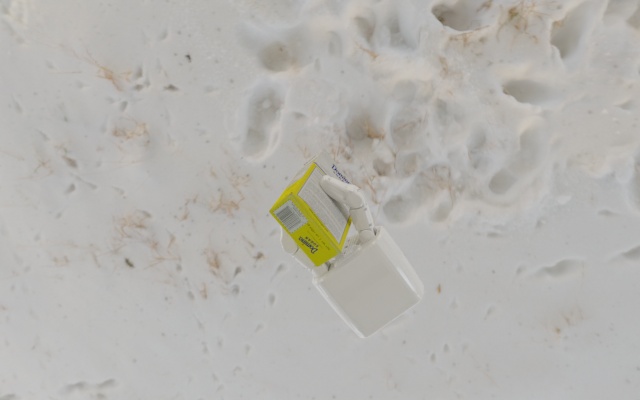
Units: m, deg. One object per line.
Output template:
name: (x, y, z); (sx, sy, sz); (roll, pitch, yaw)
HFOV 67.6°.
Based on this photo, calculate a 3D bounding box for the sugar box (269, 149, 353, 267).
sugar box: (0.000, 0.003, 0.631); (0.048, 0.093, 0.176); (-35, 11, 22)
